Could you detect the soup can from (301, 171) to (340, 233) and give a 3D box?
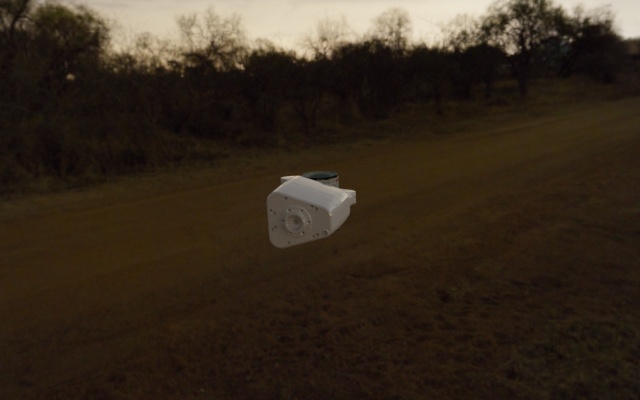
[{"bbox_3d":[0.000,0.002,0.857,0.068,0.102,0.068,-3,14,1],"label":"soup can"}]
